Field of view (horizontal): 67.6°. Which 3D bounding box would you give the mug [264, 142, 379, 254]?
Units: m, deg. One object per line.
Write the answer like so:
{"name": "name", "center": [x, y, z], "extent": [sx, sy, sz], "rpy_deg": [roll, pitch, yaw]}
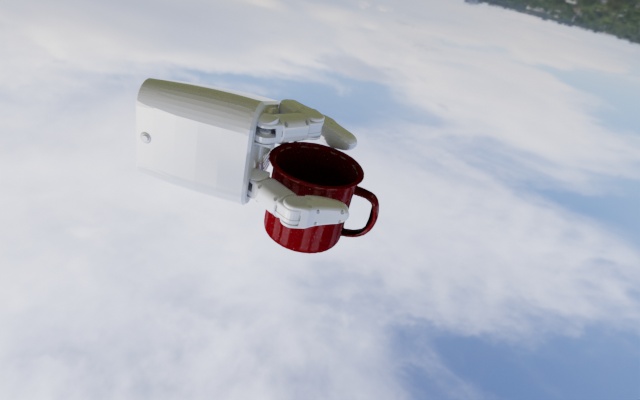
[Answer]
{"name": "mug", "center": [0.001, 0.002, 0.475], "extent": [0.117, 0.081, 0.093], "rpy_deg": [17, 30, 5]}
